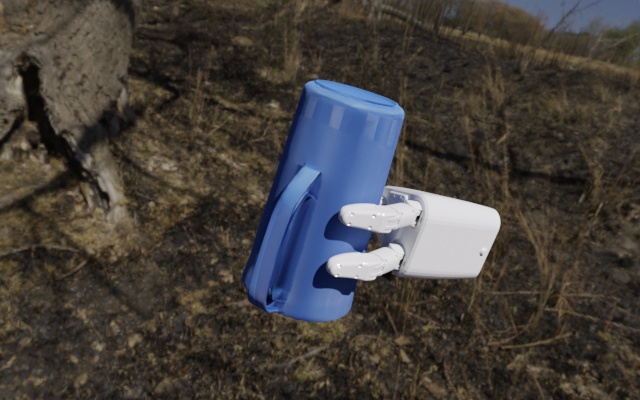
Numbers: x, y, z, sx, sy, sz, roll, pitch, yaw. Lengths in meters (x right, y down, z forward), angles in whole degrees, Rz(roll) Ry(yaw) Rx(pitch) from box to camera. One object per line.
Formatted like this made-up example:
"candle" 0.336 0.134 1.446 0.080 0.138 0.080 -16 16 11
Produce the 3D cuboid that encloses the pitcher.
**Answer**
"pitcher" 0.000 0.002 0.516 0.145 0.243 0.149 9 21 -21
